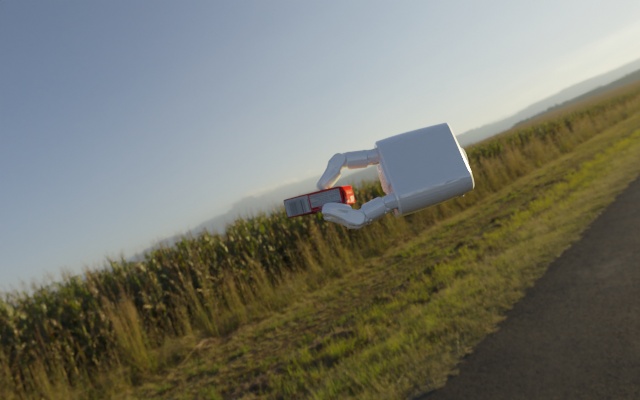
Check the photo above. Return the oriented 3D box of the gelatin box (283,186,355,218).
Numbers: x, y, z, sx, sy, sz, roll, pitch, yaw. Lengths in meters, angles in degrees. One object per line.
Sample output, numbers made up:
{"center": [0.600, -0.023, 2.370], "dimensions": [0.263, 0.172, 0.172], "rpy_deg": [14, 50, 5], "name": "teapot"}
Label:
{"center": [0.000, 0.002, 0.698], "dimensions": [0.089, 0.030, 0.073], "rpy_deg": [-13, -2, 14], "name": "gelatin box"}
